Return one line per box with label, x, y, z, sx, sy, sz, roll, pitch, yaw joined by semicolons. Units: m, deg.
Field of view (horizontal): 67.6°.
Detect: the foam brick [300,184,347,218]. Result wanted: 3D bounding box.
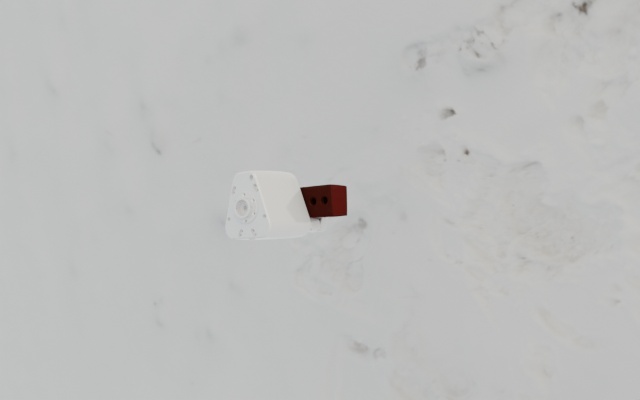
foam brick;0.000;0.003;0.811;0.078;0.053;0.051;-6;-5;32
